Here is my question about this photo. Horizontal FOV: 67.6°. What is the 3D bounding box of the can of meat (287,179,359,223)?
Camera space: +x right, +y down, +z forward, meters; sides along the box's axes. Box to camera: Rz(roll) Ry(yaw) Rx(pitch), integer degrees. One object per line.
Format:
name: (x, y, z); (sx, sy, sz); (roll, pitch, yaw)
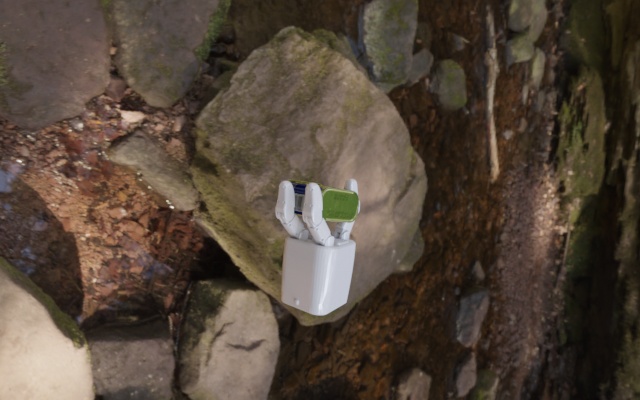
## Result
can of meat: (0.000, 0.002, 0.757); (0.084, 0.057, 0.102); (11, 3, 41)
